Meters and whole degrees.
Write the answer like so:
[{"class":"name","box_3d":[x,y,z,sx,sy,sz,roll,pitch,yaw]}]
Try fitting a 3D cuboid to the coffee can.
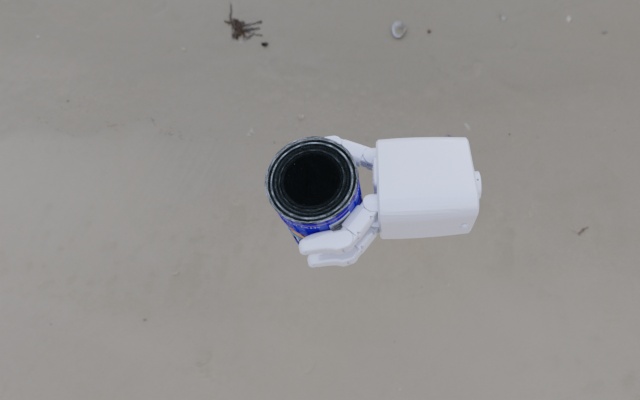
[{"class":"coffee can","box_3d":[0.000,0.002,0.574,0.103,0.102,0.140,0,-21,9]}]
